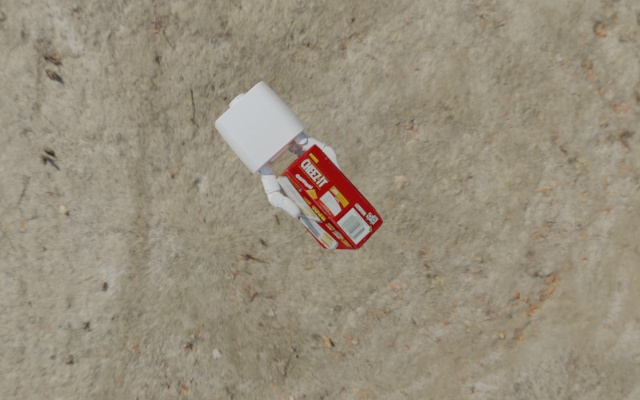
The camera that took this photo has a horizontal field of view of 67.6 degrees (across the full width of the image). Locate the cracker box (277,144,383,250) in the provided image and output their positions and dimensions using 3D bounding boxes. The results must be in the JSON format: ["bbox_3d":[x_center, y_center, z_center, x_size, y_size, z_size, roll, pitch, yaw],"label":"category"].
[{"bbox_3d":[0.000,0.003,0.815,0.072,0.164,0.214,-43,5,-13],"label":"cracker box"}]
